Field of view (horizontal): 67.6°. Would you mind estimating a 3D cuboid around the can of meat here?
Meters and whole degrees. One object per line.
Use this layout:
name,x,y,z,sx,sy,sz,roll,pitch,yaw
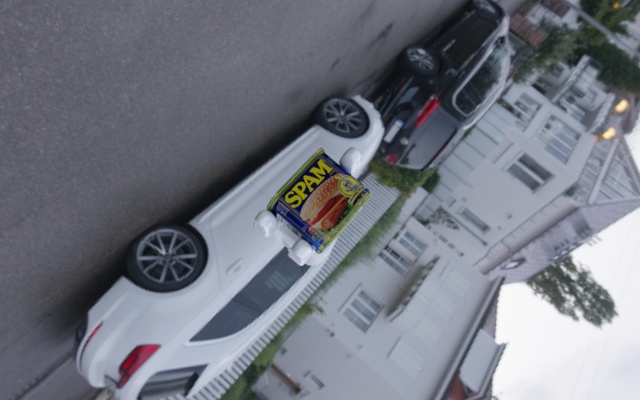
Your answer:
can of meat,0.000,0.002,0.574,0.084,0.102,0.057,40,-18,7
